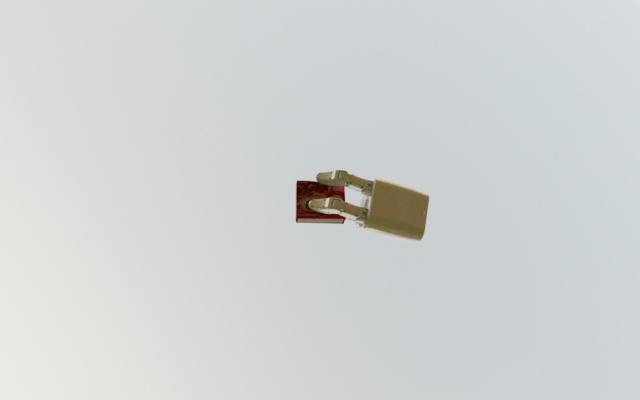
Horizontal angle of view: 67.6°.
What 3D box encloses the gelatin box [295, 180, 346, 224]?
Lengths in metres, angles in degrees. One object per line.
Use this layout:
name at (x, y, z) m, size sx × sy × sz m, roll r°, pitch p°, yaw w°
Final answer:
gelatin box at (0.000, 0.003, 0.853) m, size 0.089 × 0.073 × 0.030 m, roll 2°, pitch -22°, yaw -6°
